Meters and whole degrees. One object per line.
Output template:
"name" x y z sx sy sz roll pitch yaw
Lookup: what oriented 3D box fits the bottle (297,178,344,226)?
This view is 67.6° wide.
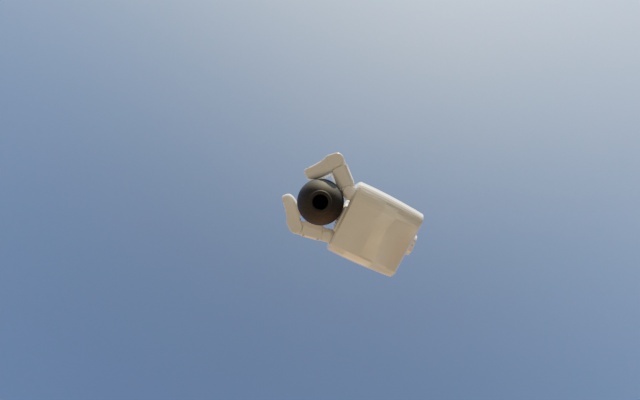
"bottle" 0.000 0.002 0.707 0.069 0.069 0.296 0 0 0
